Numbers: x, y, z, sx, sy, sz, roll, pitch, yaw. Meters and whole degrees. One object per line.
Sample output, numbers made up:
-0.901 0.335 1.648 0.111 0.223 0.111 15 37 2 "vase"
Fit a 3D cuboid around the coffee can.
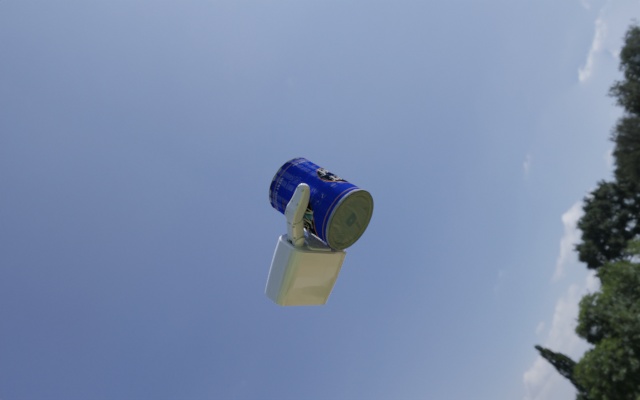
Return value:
0.000 0.002 0.773 0.140 0.103 0.103 31 19 36 "coffee can"
